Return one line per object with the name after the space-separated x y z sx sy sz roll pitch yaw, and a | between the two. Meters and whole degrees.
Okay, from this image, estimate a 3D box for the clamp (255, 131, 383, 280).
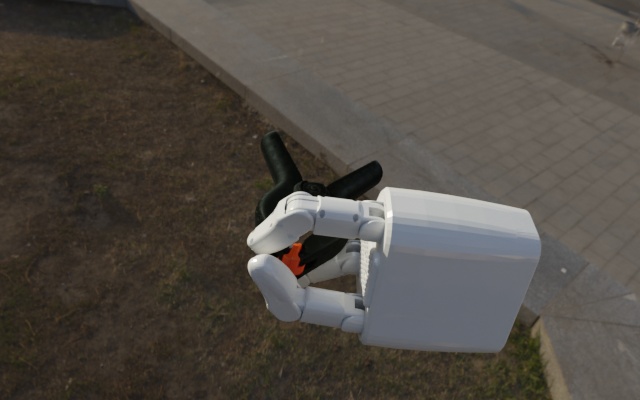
0.000 0.001 0.411 0.120 0.039 0.171 6 42 -4 | clamp
